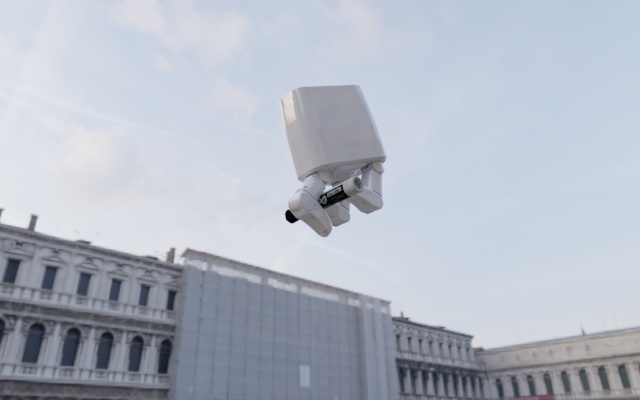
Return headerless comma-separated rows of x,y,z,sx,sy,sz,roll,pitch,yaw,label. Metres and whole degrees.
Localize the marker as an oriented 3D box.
0.000,0.002,0.556,0.020,0.020,0.121,0,-19,-46,marker
